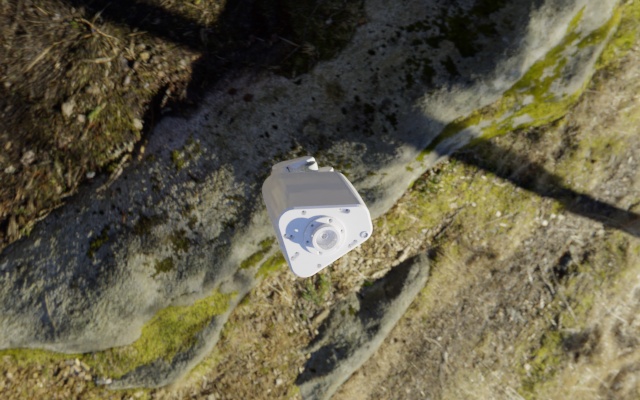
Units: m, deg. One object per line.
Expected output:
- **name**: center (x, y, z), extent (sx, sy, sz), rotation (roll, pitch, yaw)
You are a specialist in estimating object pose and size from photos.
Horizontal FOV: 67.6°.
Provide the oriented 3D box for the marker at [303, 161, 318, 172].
- **marker**: center (0.000, 0.002, 0.671), extent (0.020, 0.121, 0.020), rotation (-13, 26, 7)
